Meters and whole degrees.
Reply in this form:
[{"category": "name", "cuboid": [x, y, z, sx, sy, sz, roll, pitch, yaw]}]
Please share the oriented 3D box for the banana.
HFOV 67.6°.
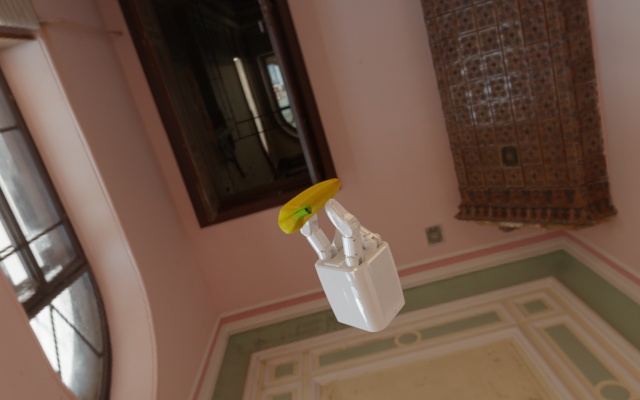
[{"category": "banana", "cuboid": [-0.017, 0.009, 0.670, 0.069, 0.037, 0.197, -20, 9, 17]}]
